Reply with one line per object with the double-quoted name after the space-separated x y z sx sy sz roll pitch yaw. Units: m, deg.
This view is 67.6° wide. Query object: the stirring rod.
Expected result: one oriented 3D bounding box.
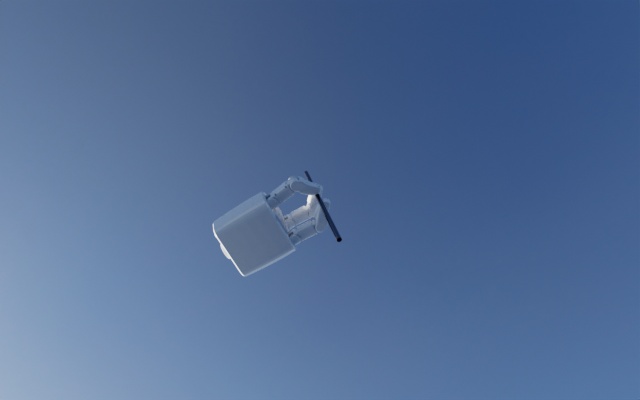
0.000 0.003 0.812 0.011 0.011 0.239 0 28 -15 "stirring rod"
